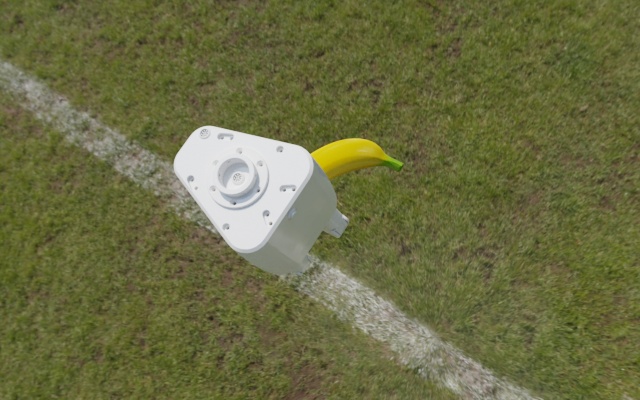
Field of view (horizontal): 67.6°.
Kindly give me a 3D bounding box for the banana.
[{"bbox_3d":[-0.007,-0.015,0.533,0.198,0.069,0.037,-32,-16,-2],"label":"banana"}]
